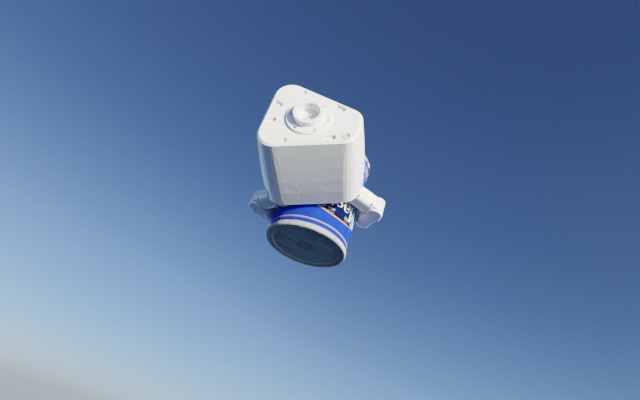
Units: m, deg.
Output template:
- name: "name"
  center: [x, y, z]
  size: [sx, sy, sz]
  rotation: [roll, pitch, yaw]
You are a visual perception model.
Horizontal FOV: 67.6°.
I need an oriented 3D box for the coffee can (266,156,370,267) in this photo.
- name: "coffee can"
  center: [0.000, 0.002, 0.630]
  size: [0.103, 0.140, 0.103]
  rotation: [14, -32, 9]
